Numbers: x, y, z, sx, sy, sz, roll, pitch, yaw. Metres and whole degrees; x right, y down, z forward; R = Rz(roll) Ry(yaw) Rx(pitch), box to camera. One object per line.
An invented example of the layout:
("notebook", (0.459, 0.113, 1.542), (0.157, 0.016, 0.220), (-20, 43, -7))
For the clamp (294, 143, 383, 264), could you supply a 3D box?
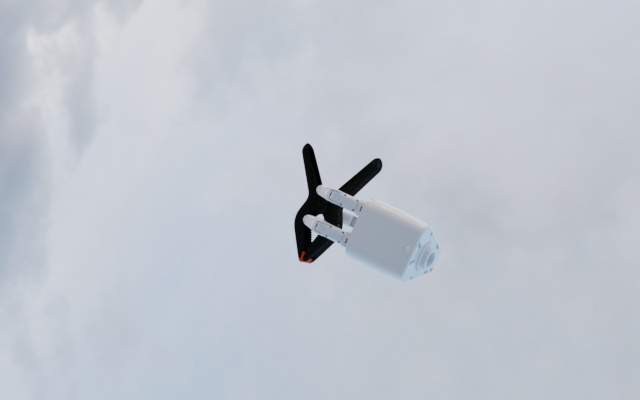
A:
("clamp", (0.001, 0.003, 0.822), (0.164, 0.210, 0.036), (25, 2, 38))
